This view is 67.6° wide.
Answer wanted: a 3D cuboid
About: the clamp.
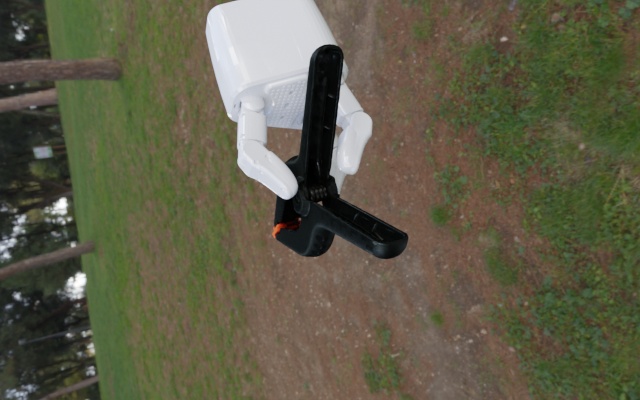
[{"bbox_3d":[-0.001,0.001,0.406,0.036,0.164,0.210,-8,-25,-24],"label":"clamp"}]
